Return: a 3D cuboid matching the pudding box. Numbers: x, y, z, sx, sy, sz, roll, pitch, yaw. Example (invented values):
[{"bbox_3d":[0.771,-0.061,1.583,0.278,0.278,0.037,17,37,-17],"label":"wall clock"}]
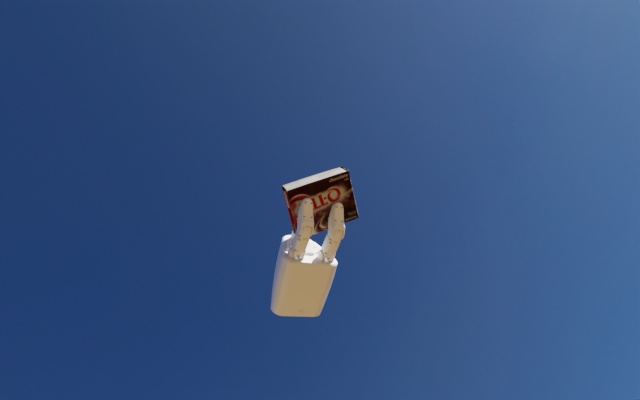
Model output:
[{"bbox_3d":[0.000,0.003,0.799,0.113,0.090,0.039,-20,26,-13],"label":"pudding box"}]
